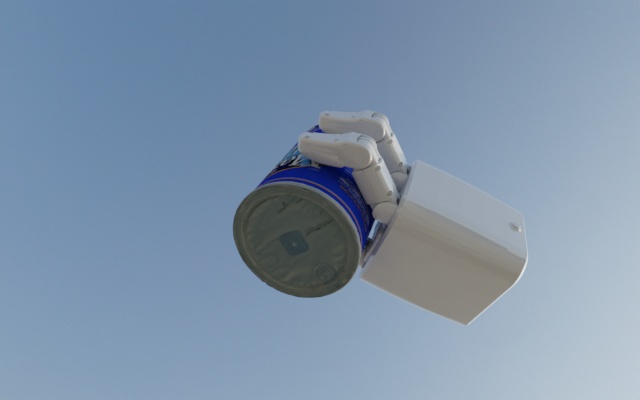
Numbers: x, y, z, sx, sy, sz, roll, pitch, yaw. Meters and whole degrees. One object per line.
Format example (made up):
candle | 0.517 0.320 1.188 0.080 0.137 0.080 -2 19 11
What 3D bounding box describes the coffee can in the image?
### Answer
coffee can | 0.000 0.001 0.420 0.103 0.103 0.140 0 28 20
